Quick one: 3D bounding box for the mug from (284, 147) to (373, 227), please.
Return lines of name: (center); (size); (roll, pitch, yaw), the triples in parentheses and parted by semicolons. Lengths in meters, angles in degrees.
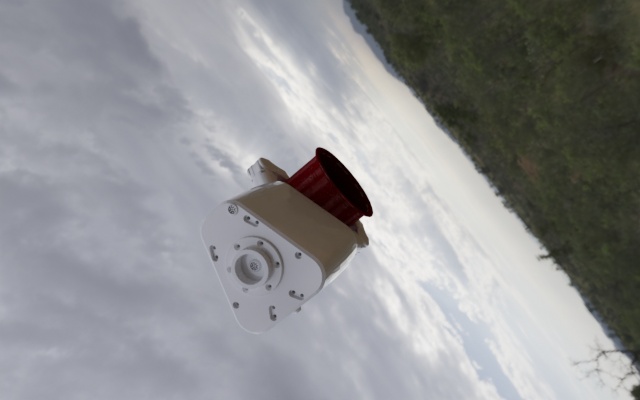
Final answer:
mug: (0.000, 0.002, 0.529); (0.081, 0.093, 0.117); (-39, -4, 18)
